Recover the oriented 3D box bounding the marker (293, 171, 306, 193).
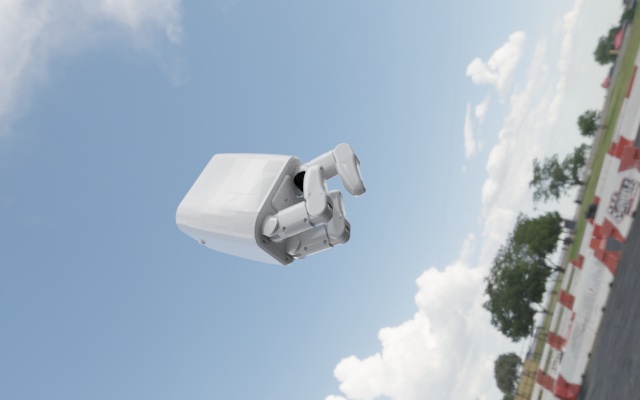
[{"bbox_3d":[0.000,0.002,0.528,0.020,0.020,0.121,0,-25,23],"label":"marker"}]
